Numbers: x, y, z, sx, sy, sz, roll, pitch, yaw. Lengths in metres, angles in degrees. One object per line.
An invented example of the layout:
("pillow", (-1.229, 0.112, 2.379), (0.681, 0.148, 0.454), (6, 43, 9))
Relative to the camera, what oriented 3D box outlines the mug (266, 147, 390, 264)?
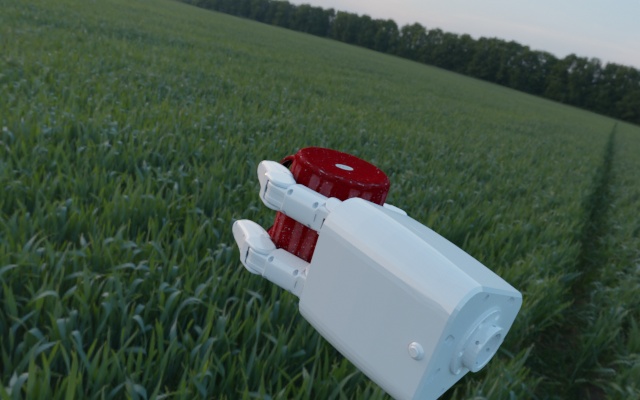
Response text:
("mug", (-0.001, 0.000, 0.407), (0.093, 0.081, 0.117), (-4, 30, -45))
